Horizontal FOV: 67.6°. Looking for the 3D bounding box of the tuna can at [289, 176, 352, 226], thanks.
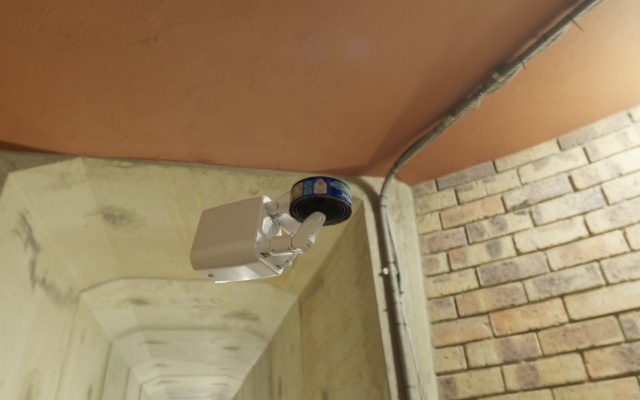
[{"bbox_3d":[0.000,0.002,0.653,0.086,0.033,0.086,1,-29,0],"label":"tuna can"}]
